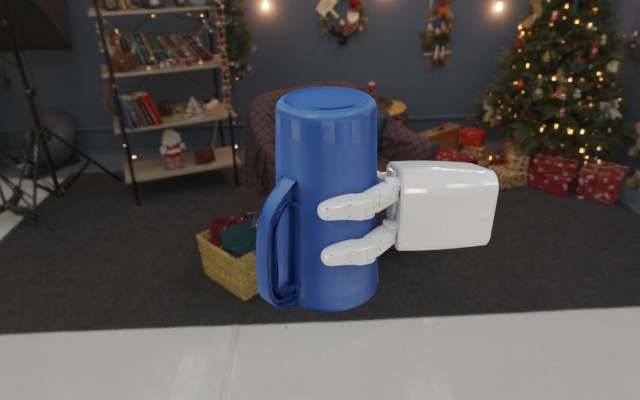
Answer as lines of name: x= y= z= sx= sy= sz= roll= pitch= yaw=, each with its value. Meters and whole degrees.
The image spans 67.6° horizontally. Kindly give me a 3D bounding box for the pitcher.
pitcher: x=0.000 y=0.002 z=0.552 sx=0.145 sy=0.243 sz=0.149 roll=-1 pitch=27 yaw=-1
